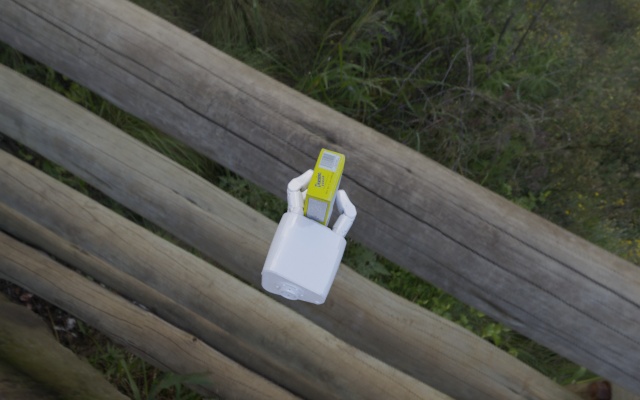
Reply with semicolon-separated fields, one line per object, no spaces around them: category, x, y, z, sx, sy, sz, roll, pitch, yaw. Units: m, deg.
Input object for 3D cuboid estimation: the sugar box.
sugar box;0.000;0.003;0.805;0.048;0.093;0.176;18;-31;2
